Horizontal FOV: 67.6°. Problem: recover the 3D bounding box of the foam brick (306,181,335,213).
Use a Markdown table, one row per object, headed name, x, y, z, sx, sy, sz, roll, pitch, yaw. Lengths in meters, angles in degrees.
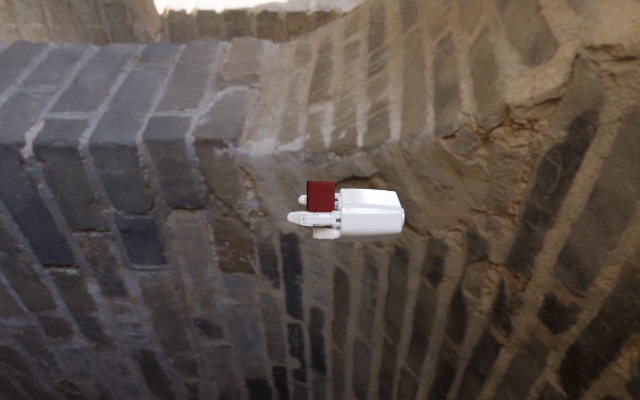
| name | x | y | z | sx | sy | sz | roll | pitch | yaw |
| --- | --- | --- | --- | --- | --- | --- | --- | --- | --- |
| foam brick | 0.000 | 0.003 | 0.867 | 0.051 | 0.078 | 0.053 | 0 | 4 | 0 |
